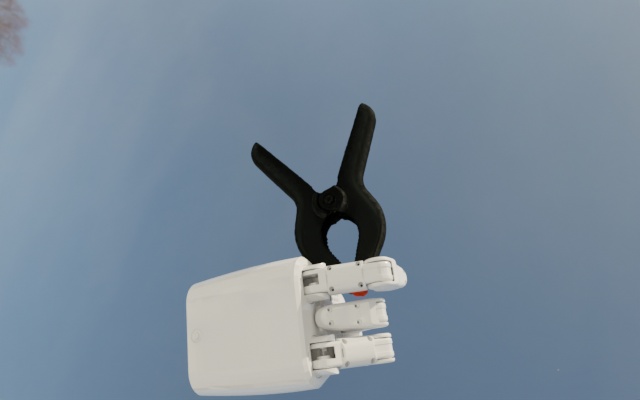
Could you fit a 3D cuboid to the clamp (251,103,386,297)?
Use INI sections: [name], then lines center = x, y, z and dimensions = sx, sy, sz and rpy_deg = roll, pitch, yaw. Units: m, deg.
[clamp]
center = 0.000, 0.002, 0.421
dimensions = 0.120, 0.171, 0.039
rpy_deg = -13, -23, 16
